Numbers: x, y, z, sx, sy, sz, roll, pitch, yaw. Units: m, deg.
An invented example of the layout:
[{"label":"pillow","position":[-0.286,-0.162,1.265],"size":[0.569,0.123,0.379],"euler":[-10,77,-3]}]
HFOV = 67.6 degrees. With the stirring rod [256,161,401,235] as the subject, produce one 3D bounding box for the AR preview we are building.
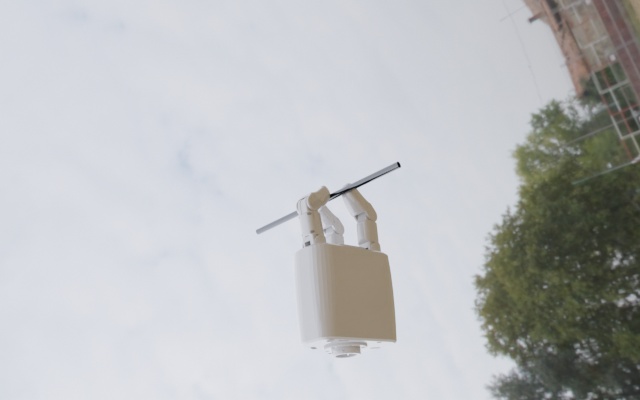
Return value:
[{"label":"stirring rod","position":[0.000,0.002,0.611],"size":[0.239,0.011,0.011],"euler":[-26,-15,35]}]
